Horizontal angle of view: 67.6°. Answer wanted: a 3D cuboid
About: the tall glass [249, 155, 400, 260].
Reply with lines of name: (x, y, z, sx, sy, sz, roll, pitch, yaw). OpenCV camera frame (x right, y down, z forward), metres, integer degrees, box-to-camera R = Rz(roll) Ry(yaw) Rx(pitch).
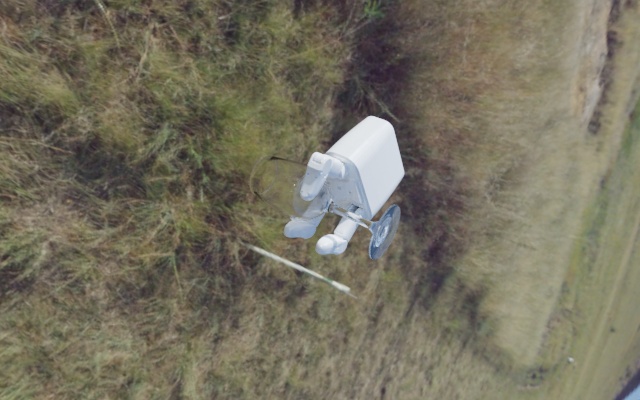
tall glass: (0.001, 0.002, 0.633, 0.201, 0.079, 0.079, 25, 12, 26)
